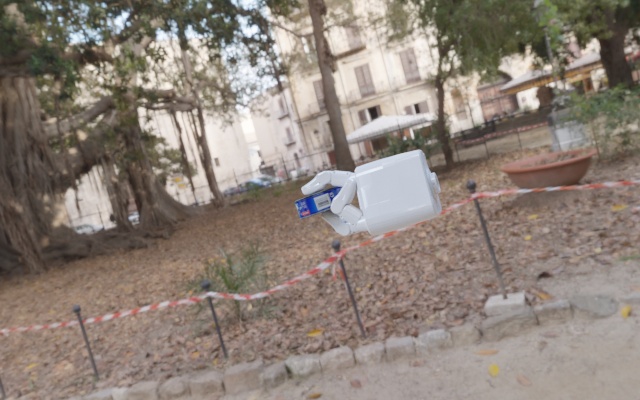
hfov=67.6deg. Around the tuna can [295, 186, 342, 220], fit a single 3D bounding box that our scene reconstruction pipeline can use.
[{"bbox_3d":[0.000,0.002,0.816,0.086,0.034,0.086,-20,1,0],"label":"tuna can"}]
